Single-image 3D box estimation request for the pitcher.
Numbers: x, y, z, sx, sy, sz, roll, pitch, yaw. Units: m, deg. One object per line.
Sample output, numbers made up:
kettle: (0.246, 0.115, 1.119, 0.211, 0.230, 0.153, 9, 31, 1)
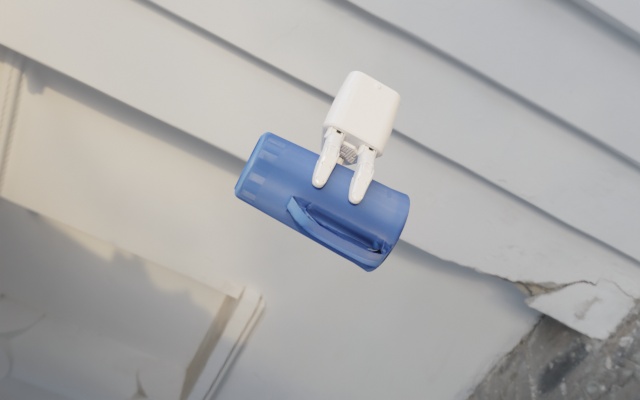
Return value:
pitcher: (0.000, 0.002, 0.705, 0.243, 0.145, 0.149, 27, -20, -9)
